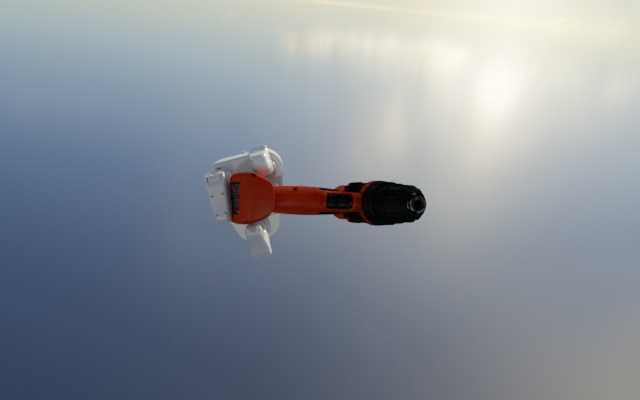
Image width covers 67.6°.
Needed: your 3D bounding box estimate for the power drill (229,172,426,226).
[{"bbox_3d":[0.000,0.002,0.536,0.187,0.057,0.184,4,-3,-23],"label":"power drill"}]
